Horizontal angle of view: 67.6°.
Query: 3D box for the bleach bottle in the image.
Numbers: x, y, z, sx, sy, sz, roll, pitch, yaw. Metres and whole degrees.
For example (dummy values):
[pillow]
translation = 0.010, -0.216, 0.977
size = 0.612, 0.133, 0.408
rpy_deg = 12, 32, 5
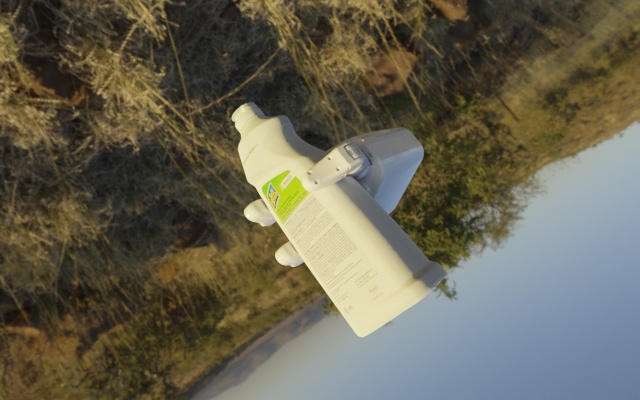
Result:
[bleach bottle]
translation = 0.000, 0.002, 0.461
size = 0.068, 0.251, 0.103
rpy_deg = -24, -17, -50
